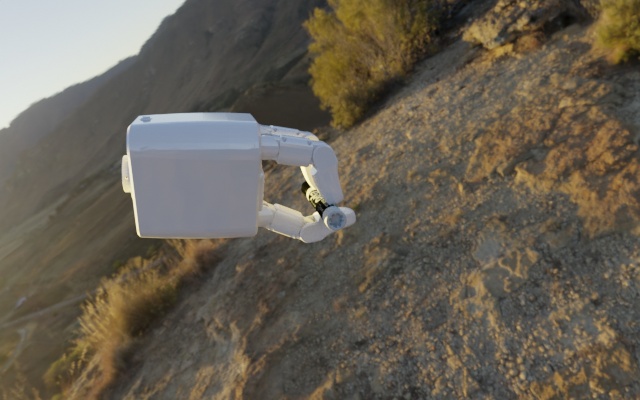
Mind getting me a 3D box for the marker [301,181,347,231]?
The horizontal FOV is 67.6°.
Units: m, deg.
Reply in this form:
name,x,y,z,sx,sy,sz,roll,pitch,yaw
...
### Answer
name,x,y,z,sx,sy,sz,roll,pitch,yaw
marker,0.000,0.002,0.474,0.020,0.020,0.121,0,16,-14
